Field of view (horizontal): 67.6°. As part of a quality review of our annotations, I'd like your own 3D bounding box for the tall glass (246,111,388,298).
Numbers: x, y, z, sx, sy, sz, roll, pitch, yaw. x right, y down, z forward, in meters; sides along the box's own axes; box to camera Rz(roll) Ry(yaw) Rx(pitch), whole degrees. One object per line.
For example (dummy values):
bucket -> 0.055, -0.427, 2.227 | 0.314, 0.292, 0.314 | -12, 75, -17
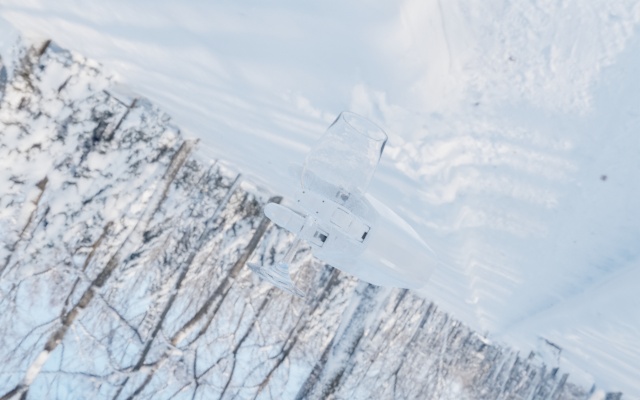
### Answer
tall glass -> 0.000, 0.002, 0.531 | 0.079, 0.201, 0.079 | 30, -3, 2
